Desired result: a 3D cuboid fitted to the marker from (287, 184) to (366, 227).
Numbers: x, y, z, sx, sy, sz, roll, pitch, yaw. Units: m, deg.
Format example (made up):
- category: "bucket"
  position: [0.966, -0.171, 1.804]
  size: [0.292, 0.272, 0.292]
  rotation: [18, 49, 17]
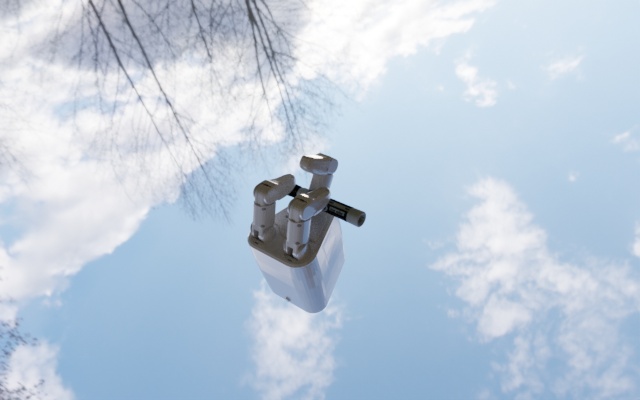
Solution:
- category: "marker"
  position: [0.000, 0.002, 0.571]
  size: [0.121, 0.020, 0.020]
  rotation: [23, 13, 33]
